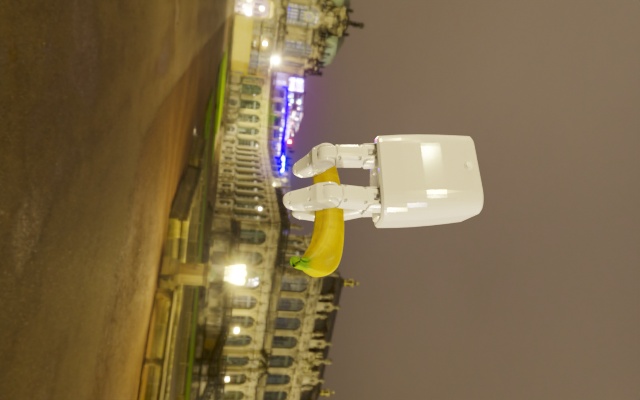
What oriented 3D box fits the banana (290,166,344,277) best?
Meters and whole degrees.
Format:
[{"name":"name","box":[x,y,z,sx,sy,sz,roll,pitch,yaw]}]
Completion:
[{"name":"banana","box":[0.005,0.018,0.543,0.037,0.070,0.197,-9,39,15]}]
